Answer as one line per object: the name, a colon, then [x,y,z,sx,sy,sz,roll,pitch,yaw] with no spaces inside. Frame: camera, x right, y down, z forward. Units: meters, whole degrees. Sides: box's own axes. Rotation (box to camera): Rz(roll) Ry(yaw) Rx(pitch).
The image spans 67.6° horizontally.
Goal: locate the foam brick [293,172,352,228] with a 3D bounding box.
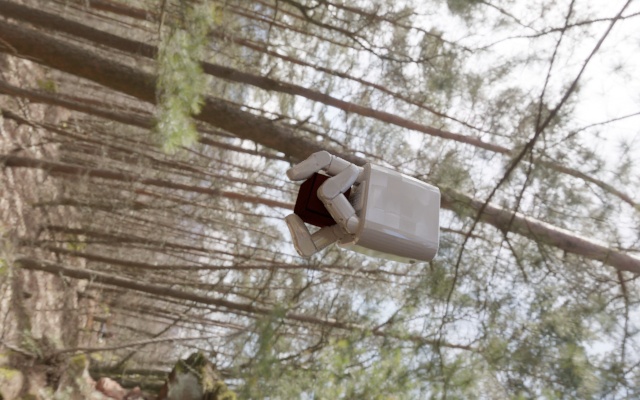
foam brick: [0.000,0.002,0.624,0.051,0.053,0.078,18,-13,-12]
